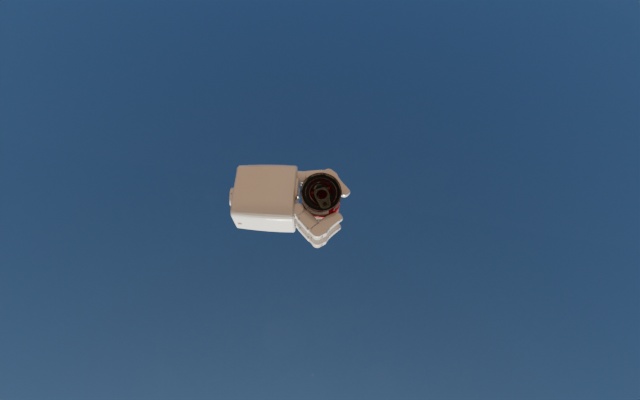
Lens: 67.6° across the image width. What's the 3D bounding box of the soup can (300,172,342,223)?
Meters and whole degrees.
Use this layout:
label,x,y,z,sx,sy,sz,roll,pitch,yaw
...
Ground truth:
label,x,y,z,sx,sy,sz,roll,pitch,yaw
soup can,0.001,0.003,0.826,0.068,0.068,0.102,0,-20,-1
